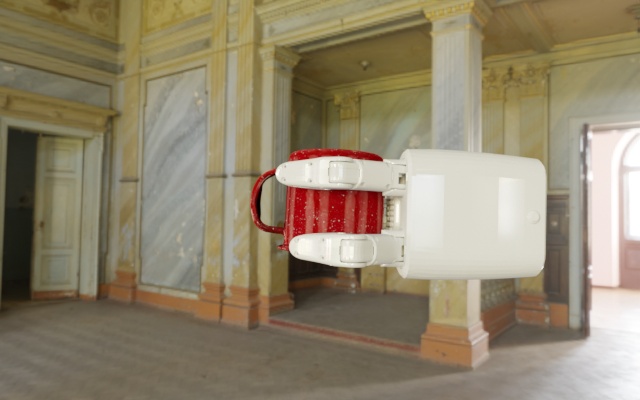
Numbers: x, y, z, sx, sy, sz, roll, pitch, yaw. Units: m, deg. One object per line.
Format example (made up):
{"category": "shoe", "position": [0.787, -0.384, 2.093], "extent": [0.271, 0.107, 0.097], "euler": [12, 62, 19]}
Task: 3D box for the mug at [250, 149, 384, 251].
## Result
{"category": "mug", "position": [-0.001, 0.001, 0.403], "extent": [0.117, 0.081, 0.093], "euler": [3, -2, -2]}
